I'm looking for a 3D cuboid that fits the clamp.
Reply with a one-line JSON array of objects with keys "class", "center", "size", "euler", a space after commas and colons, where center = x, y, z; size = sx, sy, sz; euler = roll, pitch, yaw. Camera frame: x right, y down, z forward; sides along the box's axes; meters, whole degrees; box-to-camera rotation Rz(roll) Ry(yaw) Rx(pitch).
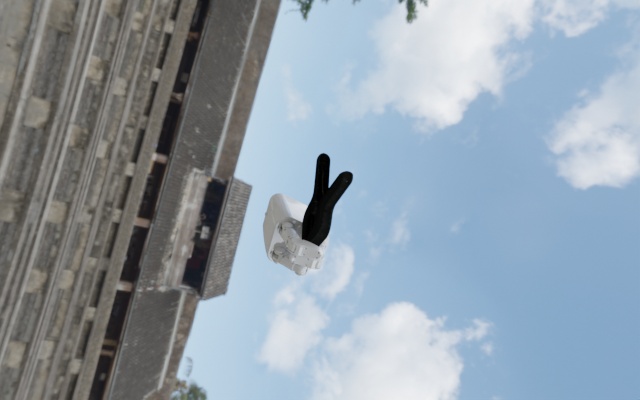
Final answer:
[{"class": "clamp", "center": [0.001, 0.003, 0.827], "size": [0.039, 0.171, 0.120], "euler": [16, 23, -21]}]
